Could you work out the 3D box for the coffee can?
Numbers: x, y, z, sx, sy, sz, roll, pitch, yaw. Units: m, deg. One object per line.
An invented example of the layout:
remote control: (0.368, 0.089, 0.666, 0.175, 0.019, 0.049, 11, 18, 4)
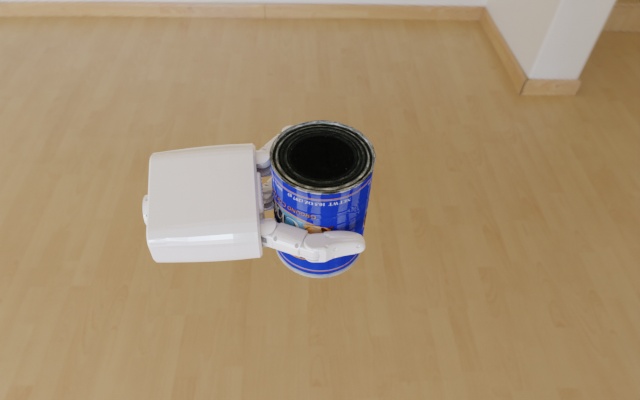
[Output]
coffee can: (0.000, 0.002, 0.509, 0.103, 0.102, 0.140, 0, -42, -2)
